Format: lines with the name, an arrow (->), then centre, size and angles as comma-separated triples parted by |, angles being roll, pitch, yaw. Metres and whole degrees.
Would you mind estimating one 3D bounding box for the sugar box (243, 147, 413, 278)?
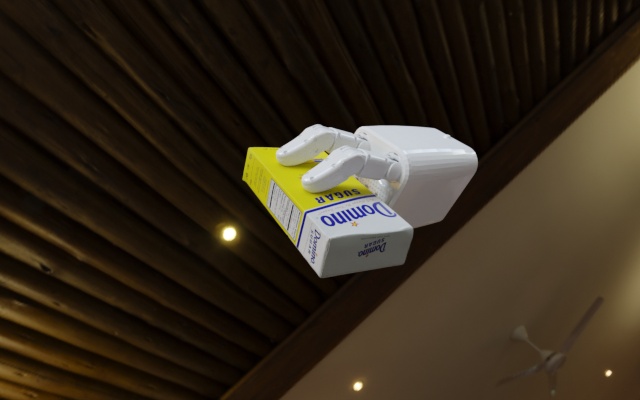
sugar box -> 0.000, 0.001, 0.464 | 0.093, 0.048, 0.176 | -4, 29, -32
